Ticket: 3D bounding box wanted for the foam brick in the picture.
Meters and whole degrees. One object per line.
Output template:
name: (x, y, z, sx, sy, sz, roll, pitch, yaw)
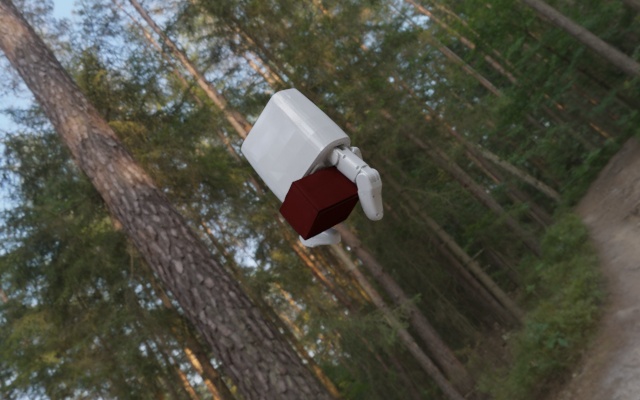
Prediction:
foam brick: (0.000, 0.002, 0.564, 0.078, 0.051, 0.053, -24, -27, -43)
